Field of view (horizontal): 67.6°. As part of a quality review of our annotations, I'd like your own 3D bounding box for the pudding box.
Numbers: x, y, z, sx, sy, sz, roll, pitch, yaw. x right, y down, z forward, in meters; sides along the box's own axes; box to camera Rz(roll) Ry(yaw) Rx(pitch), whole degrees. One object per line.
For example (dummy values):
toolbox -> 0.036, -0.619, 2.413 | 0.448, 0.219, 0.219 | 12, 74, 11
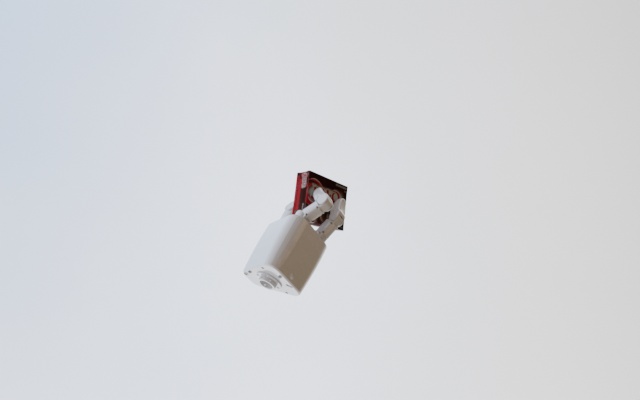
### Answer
pudding box -> 0.000, 0.003, 0.894 | 0.039, 0.090, 0.113 | -4, -17, 41
